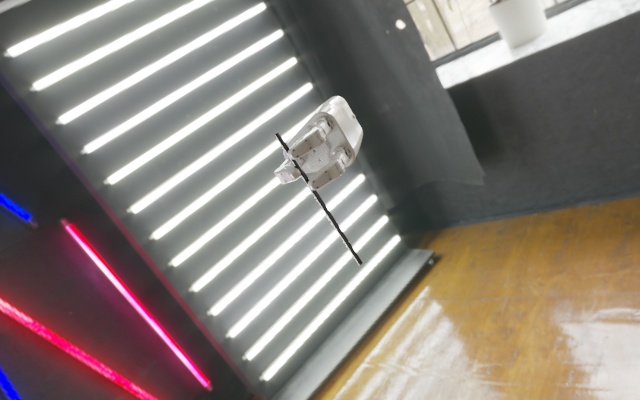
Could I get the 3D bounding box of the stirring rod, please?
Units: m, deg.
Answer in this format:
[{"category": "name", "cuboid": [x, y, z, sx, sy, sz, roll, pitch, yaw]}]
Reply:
[{"category": "stirring rod", "cuboid": [0.000, 0.002, 0.712, 0.011, 0.239, 0.011, -30, 17, 10]}]
